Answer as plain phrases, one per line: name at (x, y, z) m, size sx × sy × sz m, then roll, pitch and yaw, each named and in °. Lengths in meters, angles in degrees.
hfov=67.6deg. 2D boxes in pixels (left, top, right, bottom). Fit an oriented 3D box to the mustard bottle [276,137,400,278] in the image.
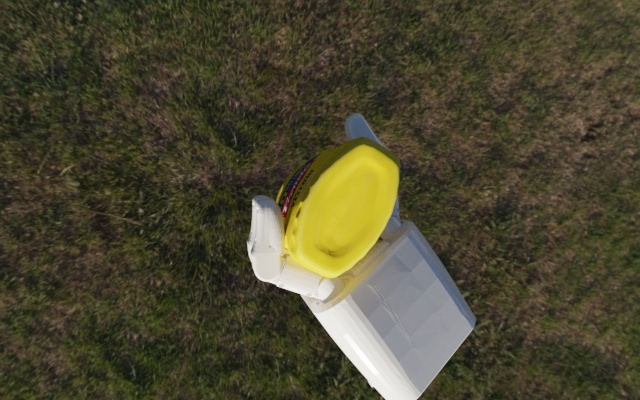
mustard bottle at (0.000, 0.001, 0.401) m, size 0.058 × 0.096 × 0.191 m, roll 28°, pitch -4°, yaw -11°
